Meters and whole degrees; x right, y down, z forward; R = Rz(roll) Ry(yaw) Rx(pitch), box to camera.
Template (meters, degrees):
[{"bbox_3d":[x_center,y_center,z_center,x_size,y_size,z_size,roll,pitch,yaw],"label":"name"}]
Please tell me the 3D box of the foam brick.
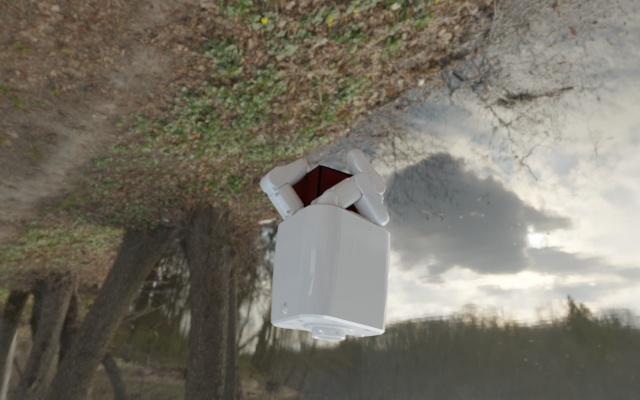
[{"bbox_3d":[0.000,0.002,0.541,0.053,0.051,0.078,15,-25,-26],"label":"foam brick"}]
